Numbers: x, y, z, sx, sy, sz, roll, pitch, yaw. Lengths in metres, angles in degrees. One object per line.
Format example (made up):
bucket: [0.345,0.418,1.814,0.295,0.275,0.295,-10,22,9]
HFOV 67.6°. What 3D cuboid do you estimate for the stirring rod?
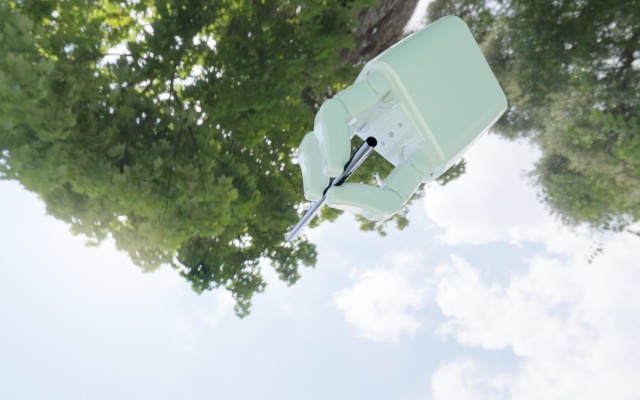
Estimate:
stirring rod: [0.000,0.001,0.420,0.011,0.011,0.240,0,-19,-17]
